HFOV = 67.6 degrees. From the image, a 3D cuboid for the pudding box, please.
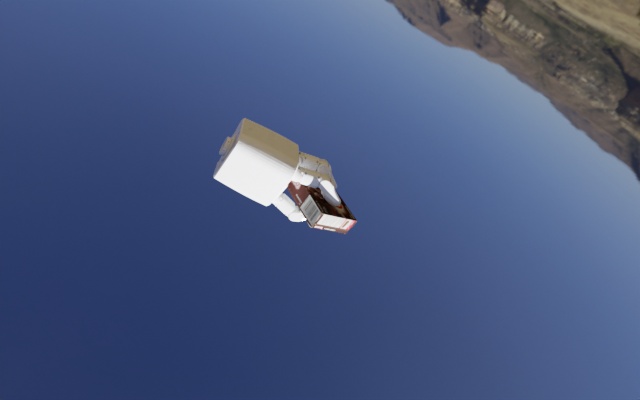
[{"bbox_3d":[0.000,0.003,0.835,0.090,0.113,0.039,12,-53,-44],"label":"pudding box"}]
